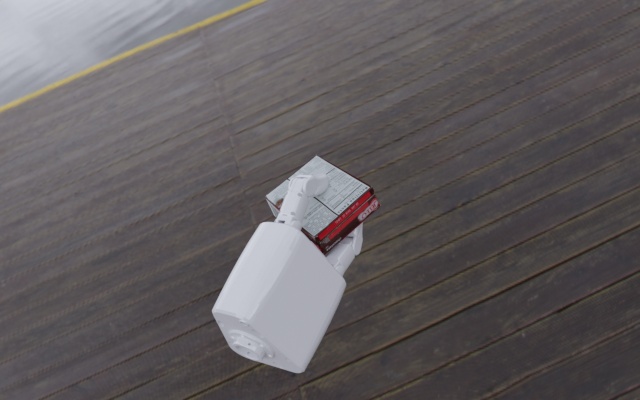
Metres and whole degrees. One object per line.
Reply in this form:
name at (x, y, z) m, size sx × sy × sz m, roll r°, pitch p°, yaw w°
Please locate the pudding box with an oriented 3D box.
pudding box at (0.000, 0.002, 0.560) m, size 0.090 × 0.039 × 0.113 m, roll -39°, pitch 44°, yaw -14°
